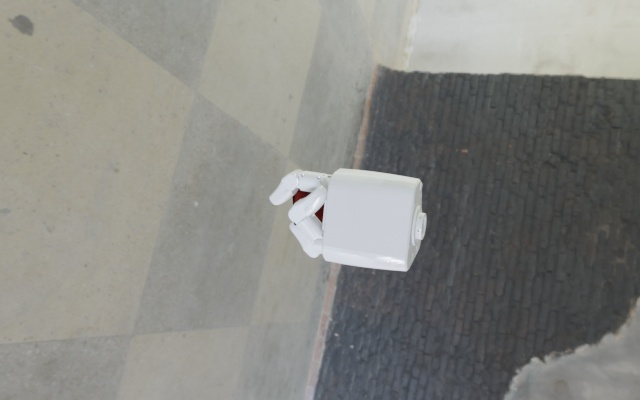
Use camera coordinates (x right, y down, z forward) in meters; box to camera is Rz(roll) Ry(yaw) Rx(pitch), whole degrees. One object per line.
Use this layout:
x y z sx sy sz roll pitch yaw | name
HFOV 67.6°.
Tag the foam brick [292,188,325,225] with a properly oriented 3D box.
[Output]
0.000 0.002 0.671 0.051 0.053 0.078 6 20 22 | foam brick
